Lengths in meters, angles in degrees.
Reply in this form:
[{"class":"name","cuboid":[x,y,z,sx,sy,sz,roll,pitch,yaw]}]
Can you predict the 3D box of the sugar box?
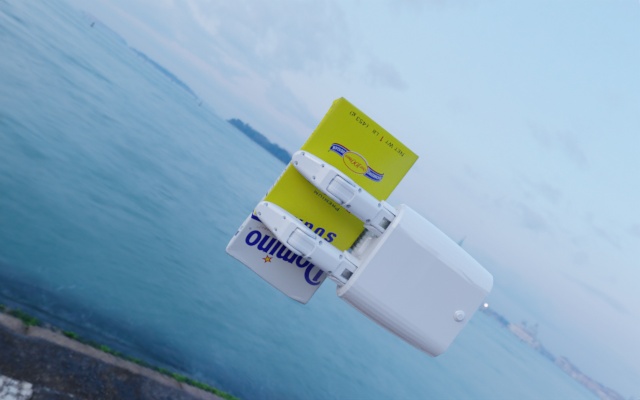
[{"class":"sugar box","cuboid":[0.000,0.002,0.448,0.093,0.176,0.048,36,1,-8]}]
